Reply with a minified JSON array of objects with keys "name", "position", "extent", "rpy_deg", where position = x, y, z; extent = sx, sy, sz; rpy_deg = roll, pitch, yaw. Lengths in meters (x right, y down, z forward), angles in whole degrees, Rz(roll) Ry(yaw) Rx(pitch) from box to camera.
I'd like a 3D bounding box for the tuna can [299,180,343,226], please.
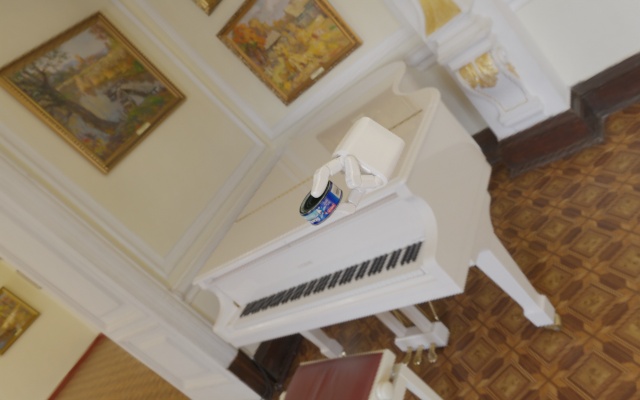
[{"name":"tuna can","position":[0.000,0.003,0.887],"extent":[0.034,0.086,0.086],"rpy_deg":[40,-16,-20]}]
